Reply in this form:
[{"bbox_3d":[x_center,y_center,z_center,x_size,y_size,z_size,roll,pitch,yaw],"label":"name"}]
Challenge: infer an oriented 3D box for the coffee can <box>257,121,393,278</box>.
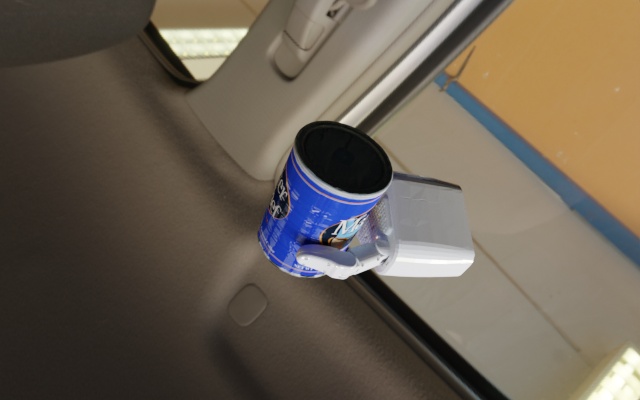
[{"bbox_3d":[0.000,0.002,0.508,0.103,0.102,0.140,0,-40,-27],"label":"coffee can"}]
